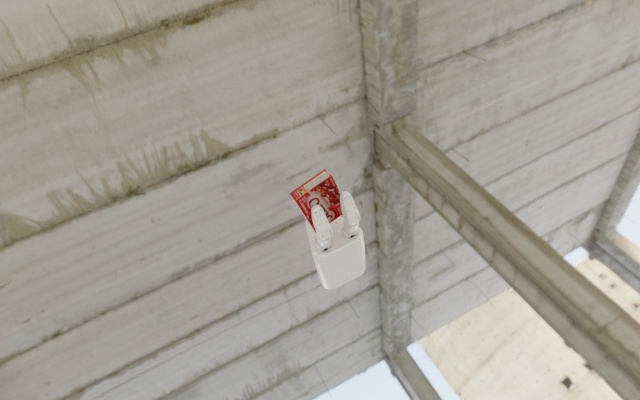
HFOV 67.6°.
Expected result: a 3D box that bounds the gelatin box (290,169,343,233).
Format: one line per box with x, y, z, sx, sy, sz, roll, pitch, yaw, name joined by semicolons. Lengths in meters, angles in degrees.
0.000;0.002;0.806;0.073;0.089;0.030;-35;41;-6;gelatin box
